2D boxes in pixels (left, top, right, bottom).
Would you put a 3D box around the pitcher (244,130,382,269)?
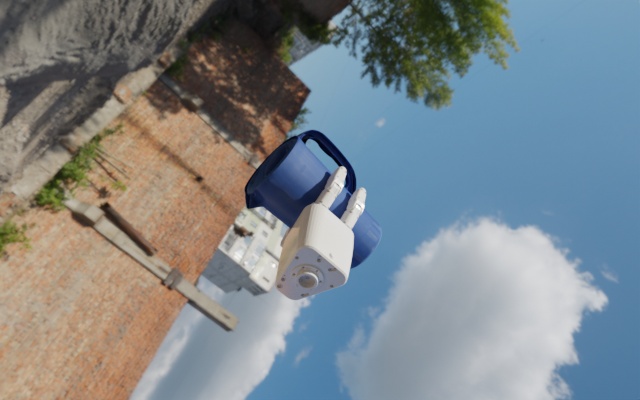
[{"bbox_3d":[0.000,0.003,0.852,0.149,0.243,0.145,-38,21,25],"label":"pitcher"}]
